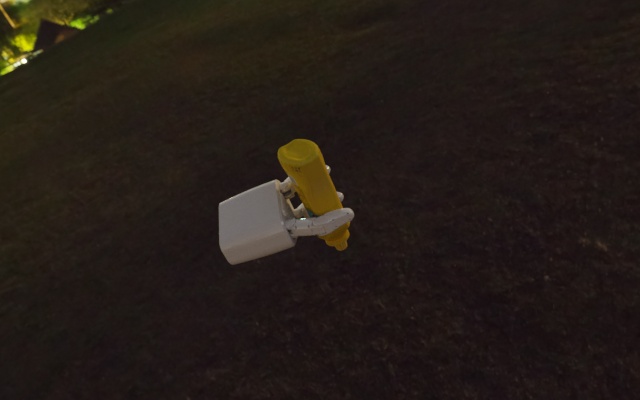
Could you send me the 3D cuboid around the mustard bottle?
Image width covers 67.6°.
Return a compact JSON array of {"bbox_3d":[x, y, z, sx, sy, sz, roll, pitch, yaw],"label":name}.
[{"bbox_3d":[0.000,0.002,0.738,0.058,0.192,0.096,-32,30,-13],"label":"mustard bottle"}]
